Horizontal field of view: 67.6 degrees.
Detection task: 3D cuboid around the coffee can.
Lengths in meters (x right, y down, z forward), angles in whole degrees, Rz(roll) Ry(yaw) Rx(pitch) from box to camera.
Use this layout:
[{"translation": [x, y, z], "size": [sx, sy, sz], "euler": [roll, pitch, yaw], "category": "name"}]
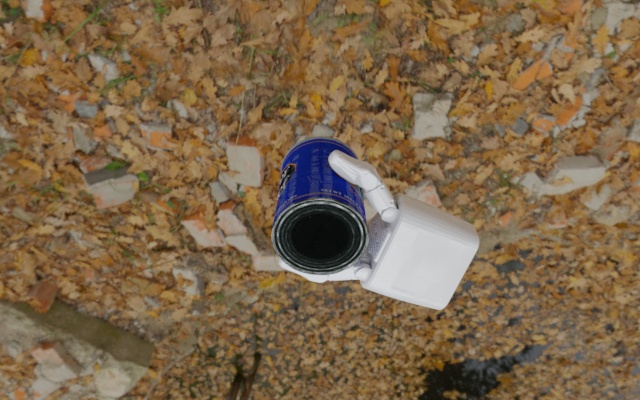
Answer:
[{"translation": [0.000, 0.002, 0.555], "size": [0.103, 0.103, 0.140], "euler": [0, 34, 1], "category": "coffee can"}]
